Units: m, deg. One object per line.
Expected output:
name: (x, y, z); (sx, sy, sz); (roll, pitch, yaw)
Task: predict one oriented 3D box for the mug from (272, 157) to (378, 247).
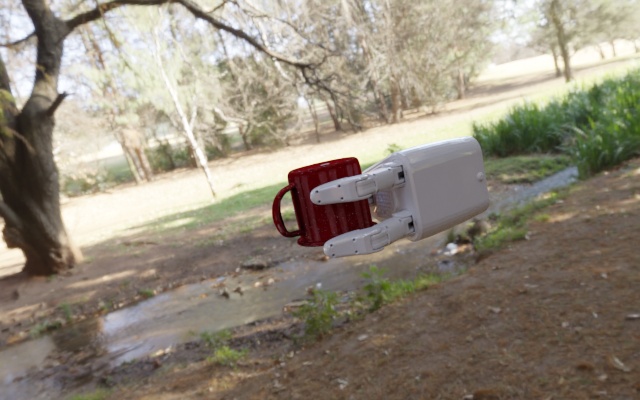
mug: (-0.001, 0.002, 0.522); (0.117, 0.081, 0.093); (-17, 9, -26)
